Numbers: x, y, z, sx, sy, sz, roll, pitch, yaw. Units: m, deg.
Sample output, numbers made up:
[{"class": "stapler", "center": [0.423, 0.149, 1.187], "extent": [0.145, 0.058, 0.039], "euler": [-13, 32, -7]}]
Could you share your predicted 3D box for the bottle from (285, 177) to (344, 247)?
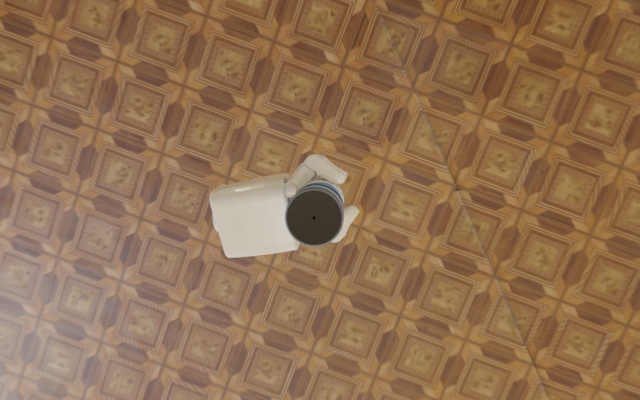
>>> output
[{"class": "bottle", "center": [0.000, 0.002, 0.678], "extent": [0.069, 0.069, 0.295], "euler": [0, 7, 3]}]
